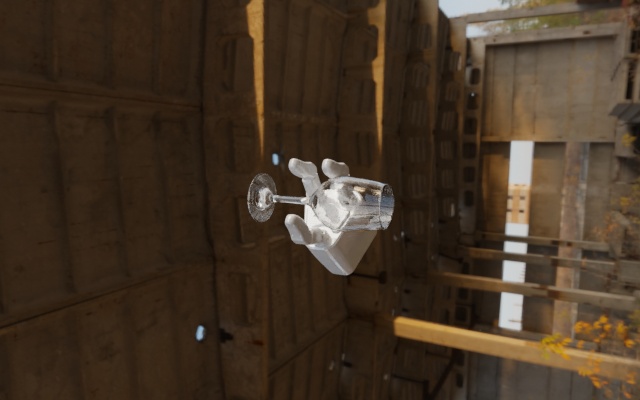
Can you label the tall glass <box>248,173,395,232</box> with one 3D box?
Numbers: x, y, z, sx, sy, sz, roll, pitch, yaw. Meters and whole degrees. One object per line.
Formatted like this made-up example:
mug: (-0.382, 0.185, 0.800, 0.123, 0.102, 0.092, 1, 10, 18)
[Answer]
tall glass: (-0.001, 0.002, 0.679, 0.201, 0.079, 0.079, 4, 2, 27)
